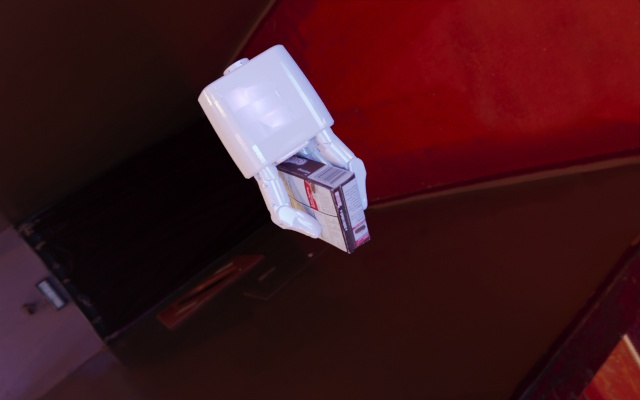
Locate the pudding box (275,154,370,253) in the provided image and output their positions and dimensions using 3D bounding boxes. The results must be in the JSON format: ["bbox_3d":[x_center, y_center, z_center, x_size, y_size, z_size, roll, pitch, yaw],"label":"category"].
[{"bbox_3d":[0.000,0.002,0.559,0.039,0.090,0.113,-34,34,-26],"label":"pudding box"}]
